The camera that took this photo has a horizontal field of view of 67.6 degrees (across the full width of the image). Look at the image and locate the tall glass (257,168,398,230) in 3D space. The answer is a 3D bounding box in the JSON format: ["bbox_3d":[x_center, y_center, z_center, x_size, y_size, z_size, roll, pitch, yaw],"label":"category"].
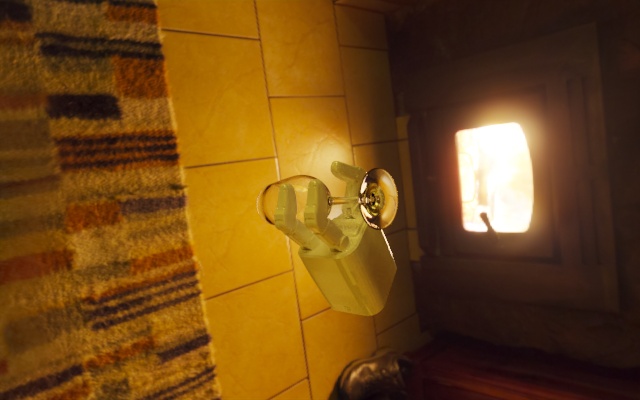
[{"bbox_3d":[0.001,0.002,0.637,0.079,0.079,0.201,0,-2,-45],"label":"tall glass"}]
